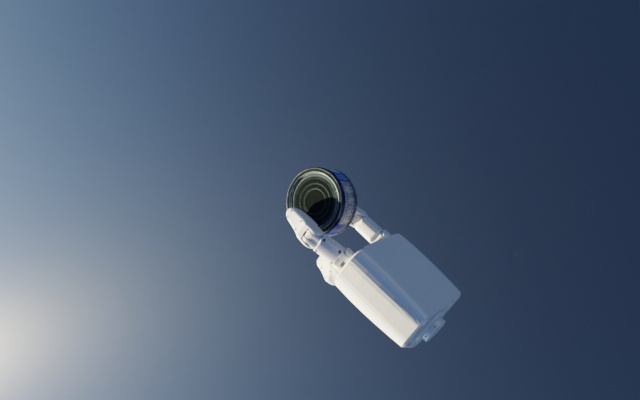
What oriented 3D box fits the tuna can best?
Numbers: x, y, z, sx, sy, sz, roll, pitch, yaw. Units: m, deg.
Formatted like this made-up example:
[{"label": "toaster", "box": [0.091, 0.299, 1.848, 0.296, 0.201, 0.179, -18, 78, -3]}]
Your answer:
[{"label": "tuna can", "box": [0.000, 0.002, 0.590, 0.086, 0.086, 0.034, 0, -2, 34]}]
